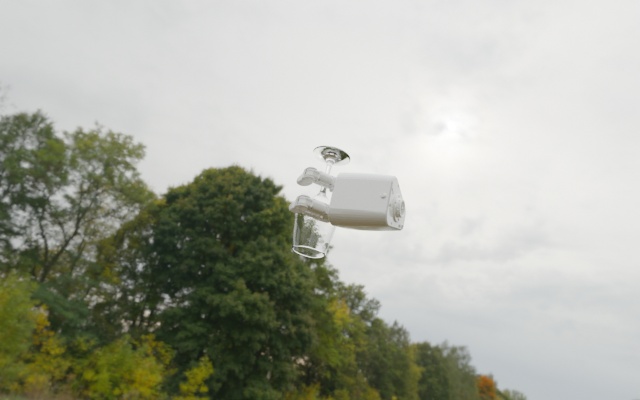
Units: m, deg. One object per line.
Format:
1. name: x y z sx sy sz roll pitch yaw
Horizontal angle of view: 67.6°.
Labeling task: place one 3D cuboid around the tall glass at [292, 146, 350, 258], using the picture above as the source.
1. tall glass: 0.000 0.002 0.887 0.079 0.201 0.079 12 -21 5
